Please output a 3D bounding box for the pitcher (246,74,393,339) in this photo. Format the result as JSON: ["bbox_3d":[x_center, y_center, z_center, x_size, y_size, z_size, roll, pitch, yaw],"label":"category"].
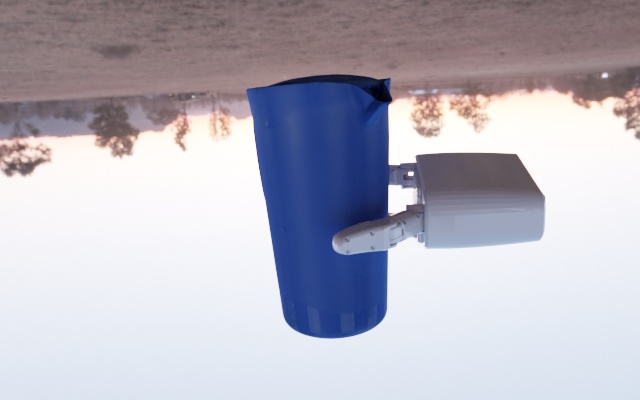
[{"bbox_3d":[0.000,0.002,0.474,0.145,0.243,0.149,-3,13,4],"label":"pitcher"}]
